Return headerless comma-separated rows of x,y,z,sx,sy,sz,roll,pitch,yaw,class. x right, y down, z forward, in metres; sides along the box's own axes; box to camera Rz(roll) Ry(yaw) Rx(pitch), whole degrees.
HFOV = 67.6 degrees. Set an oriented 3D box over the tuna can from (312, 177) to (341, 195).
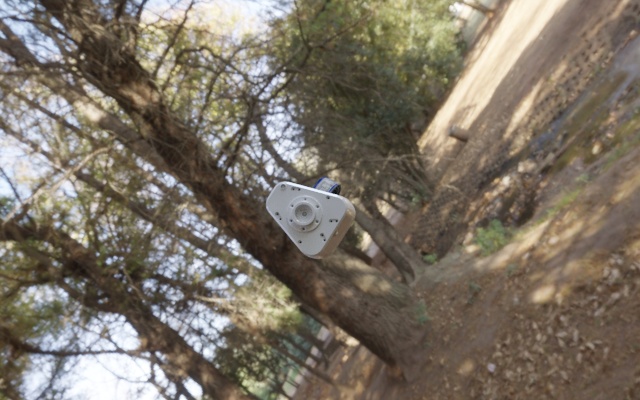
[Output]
0.000,0.002,0.829,0.033,0.086,0.086,29,7,13,tuna can
